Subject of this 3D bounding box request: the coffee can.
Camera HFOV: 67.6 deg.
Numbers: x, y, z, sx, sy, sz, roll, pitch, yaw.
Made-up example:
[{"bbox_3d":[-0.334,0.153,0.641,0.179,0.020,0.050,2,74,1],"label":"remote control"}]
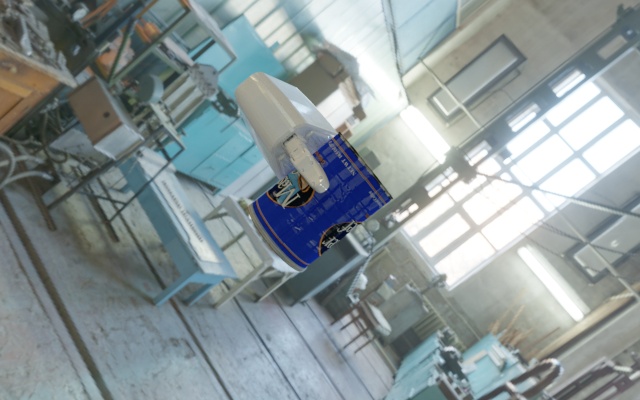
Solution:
[{"bbox_3d":[0.000,0.002,0.569,0.140,0.103,0.103,-39,-5,6],"label":"coffee can"}]
